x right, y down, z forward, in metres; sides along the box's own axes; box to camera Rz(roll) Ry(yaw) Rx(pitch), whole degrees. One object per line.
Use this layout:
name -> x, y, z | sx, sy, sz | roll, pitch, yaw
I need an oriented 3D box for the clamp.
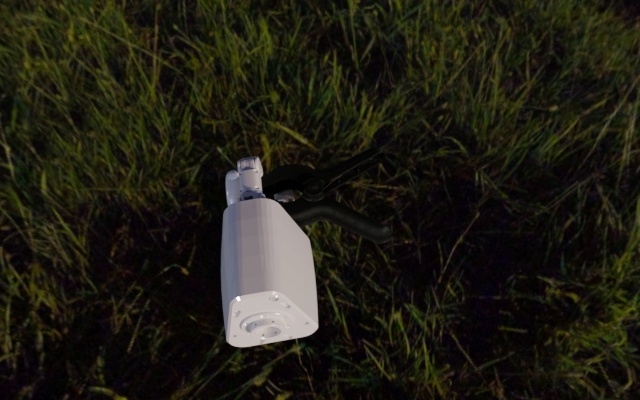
clamp -> 0.000, 0.001, 0.530 | 0.171, 0.120, 0.039 | -10, -38, 0
